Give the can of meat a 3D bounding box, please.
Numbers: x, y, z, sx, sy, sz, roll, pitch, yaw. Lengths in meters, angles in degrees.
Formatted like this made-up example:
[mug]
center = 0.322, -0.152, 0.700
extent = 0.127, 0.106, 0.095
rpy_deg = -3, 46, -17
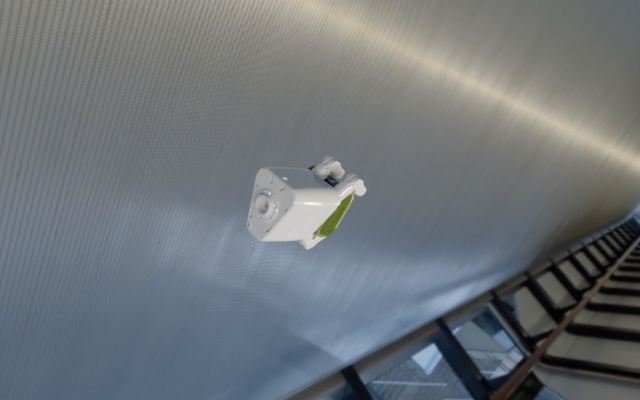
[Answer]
[can of meat]
center = 0.000, 0.003, 0.847
extent = 0.084, 0.102, 0.057
rpy_deg = 39, 18, 31
